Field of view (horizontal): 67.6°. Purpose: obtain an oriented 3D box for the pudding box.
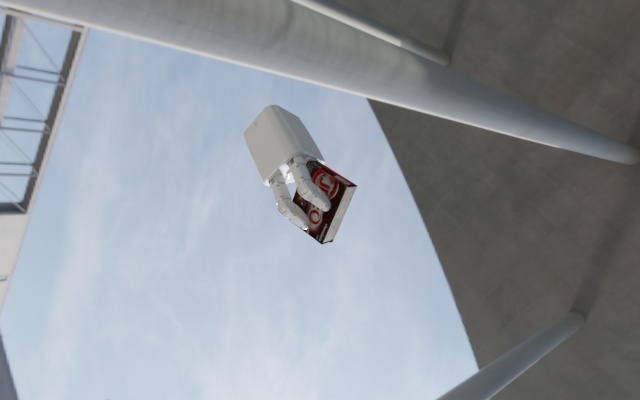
[{"bbox_3d":[0.000,0.003,0.798,0.090,0.113,0.039,35,25,32],"label":"pudding box"}]
